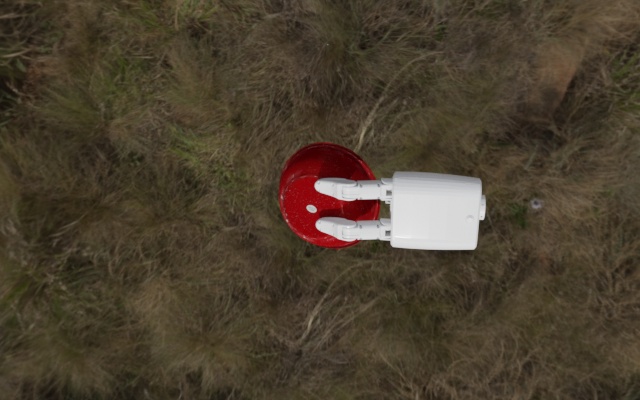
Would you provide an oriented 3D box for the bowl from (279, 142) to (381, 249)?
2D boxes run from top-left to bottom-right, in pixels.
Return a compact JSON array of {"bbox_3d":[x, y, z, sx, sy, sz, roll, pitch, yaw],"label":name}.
[{"bbox_3d":[-0.001,0.003,0.674,0.162,0.162,0.055,0,17,26],"label":"bowl"}]
